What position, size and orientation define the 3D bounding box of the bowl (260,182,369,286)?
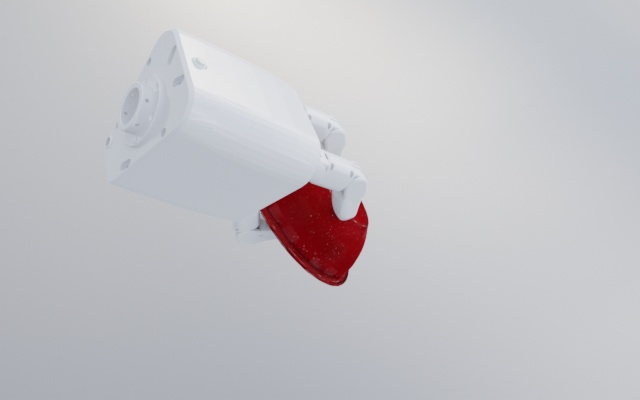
[{"bbox_3d":[0.001,0.002,0.476,0.055,0.162,0.162,-34,-11,16],"label":"bowl"}]
